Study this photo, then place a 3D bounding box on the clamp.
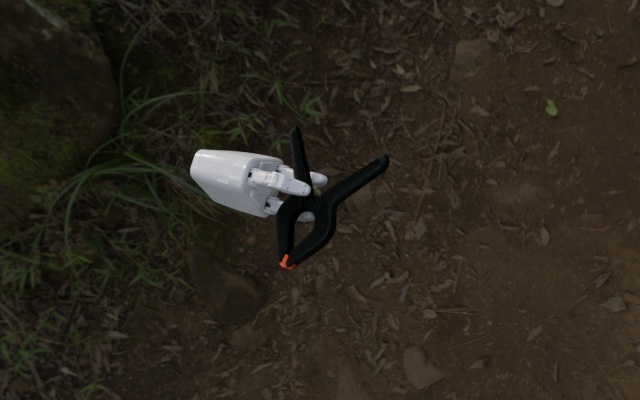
[{"bbox_3d":[-0.001,0.003,0.689,0.164,0.210,0.036,14,-8,25],"label":"clamp"}]
